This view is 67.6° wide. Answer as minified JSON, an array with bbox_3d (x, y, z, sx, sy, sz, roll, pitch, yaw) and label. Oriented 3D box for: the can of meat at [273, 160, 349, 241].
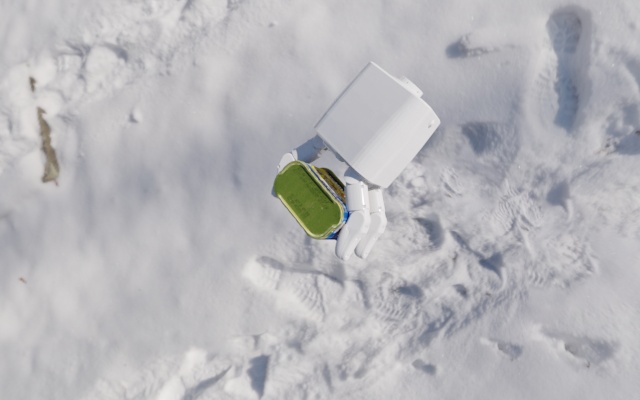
[{"bbox_3d":[0.000,0.002,0.575,0.057,0.102,0.084,-45,-20,13],"label":"can of meat"}]
